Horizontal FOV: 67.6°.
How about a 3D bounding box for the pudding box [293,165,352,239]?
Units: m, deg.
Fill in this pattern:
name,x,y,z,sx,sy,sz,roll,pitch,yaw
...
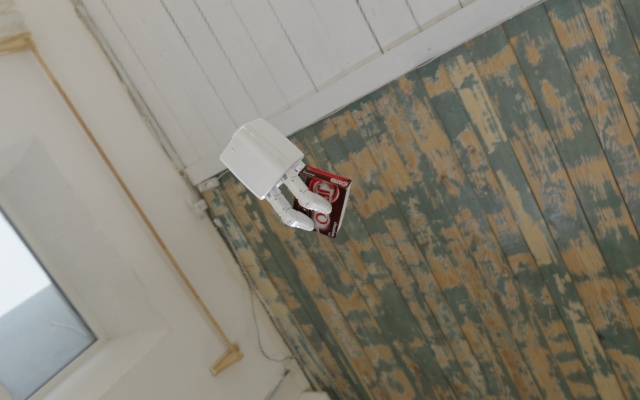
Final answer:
name,x,y,z,sx,sy,sz,roll,pitch,yaw
pudding box,0.000,0.003,0.848,0.090,0.114,0.039,19,37,12
